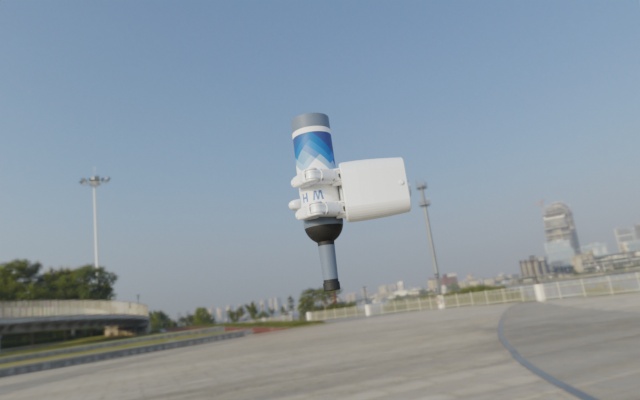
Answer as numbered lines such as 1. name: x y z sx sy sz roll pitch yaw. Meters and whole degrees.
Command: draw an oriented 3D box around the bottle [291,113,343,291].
1. bottle: 0.000 0.002 0.801 0.069 0.295 0.069 -7 -12 -2
